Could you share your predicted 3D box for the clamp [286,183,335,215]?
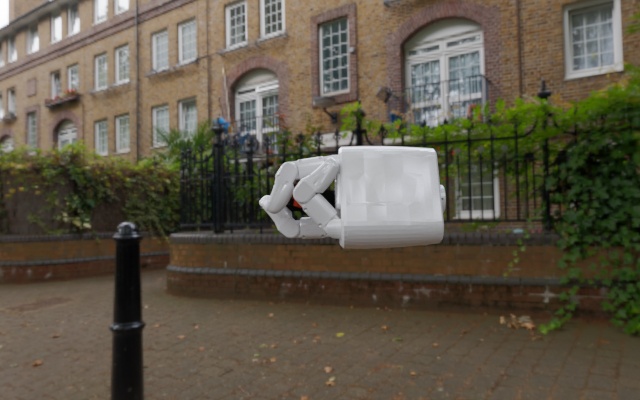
[{"bbox_3d":[0.000,0.001,0.615,0.120,0.039,0.171,0,-2,0],"label":"clamp"}]
